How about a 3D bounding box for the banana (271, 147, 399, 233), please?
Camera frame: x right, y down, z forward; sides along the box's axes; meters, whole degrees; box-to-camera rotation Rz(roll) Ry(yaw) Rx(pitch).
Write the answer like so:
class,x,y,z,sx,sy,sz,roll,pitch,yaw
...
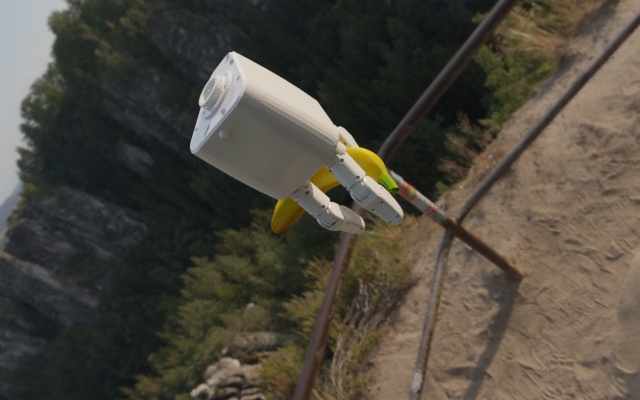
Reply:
class,x,y,z,sx,sy,sz,roll,pitch,yaw
banana,0.003,-0.016,0.549,0.037,0.069,0.198,20,-29,-37
